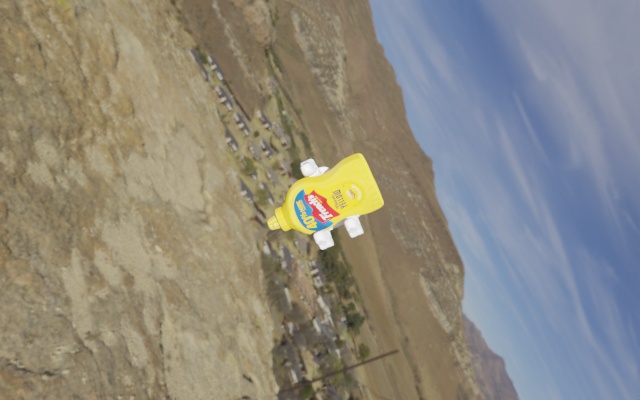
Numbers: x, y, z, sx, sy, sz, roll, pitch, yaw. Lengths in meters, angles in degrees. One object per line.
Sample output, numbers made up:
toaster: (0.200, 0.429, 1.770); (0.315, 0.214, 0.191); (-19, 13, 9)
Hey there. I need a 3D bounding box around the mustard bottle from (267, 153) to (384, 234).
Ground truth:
mustard bottle: (0.000, 0.003, 0.793); (0.191, 0.096, 0.058); (-24, 21, 8)
